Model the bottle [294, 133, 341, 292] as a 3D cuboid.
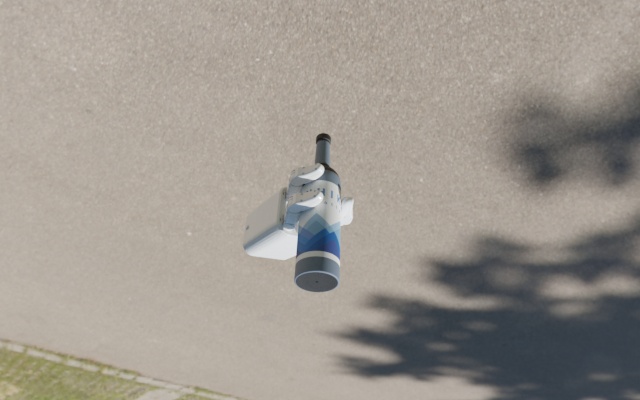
[{"bbox_3d":[0.000,0.003,0.783,0.069,0.295,0.069,2,-37,1],"label":"bottle"}]
